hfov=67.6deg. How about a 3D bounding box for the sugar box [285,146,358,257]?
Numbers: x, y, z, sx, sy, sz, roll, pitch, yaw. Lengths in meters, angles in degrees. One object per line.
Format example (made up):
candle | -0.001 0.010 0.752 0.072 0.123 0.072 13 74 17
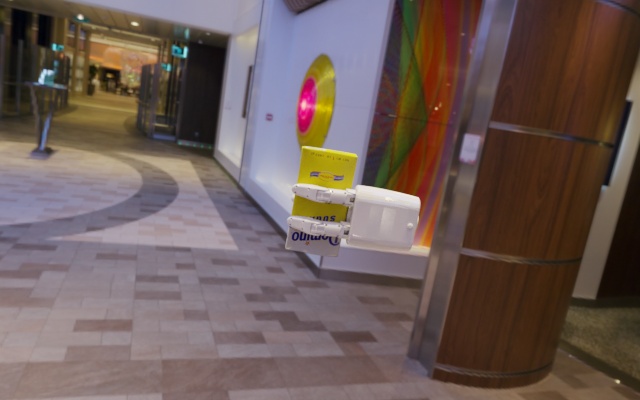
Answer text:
sugar box | 0.000 0.003 0.800 0.093 0.176 0.048 9 10 -3
